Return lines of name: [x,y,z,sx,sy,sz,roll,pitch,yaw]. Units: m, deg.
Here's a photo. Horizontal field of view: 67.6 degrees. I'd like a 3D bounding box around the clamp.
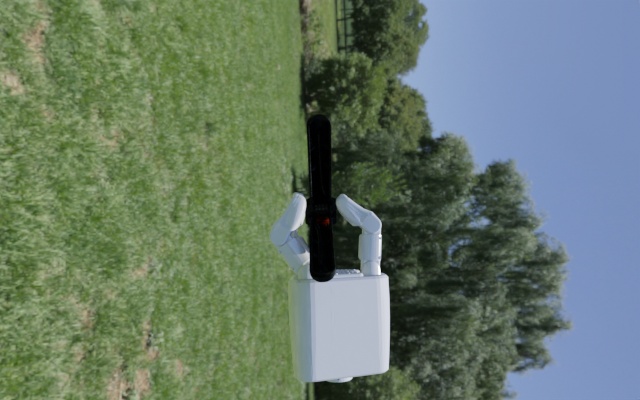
clamp: [0.001,0.002,0.547,0.036,0.164,0.210,0,-4,0]
